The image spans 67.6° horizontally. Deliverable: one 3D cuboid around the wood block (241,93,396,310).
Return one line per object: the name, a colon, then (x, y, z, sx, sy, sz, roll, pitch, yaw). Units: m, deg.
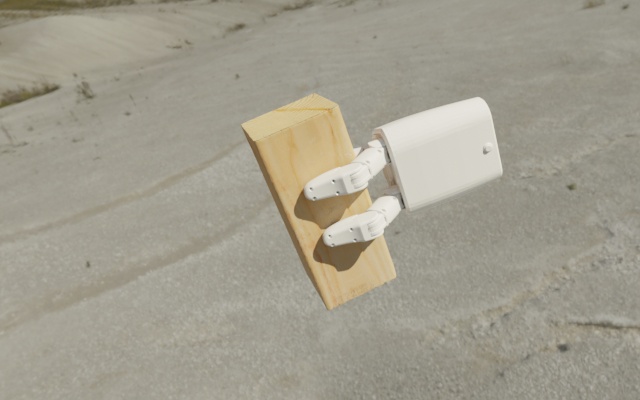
wood block: (0.000, 0.001, 0.521, 0.090, 0.206, 0.090, -25, 24, -7)
